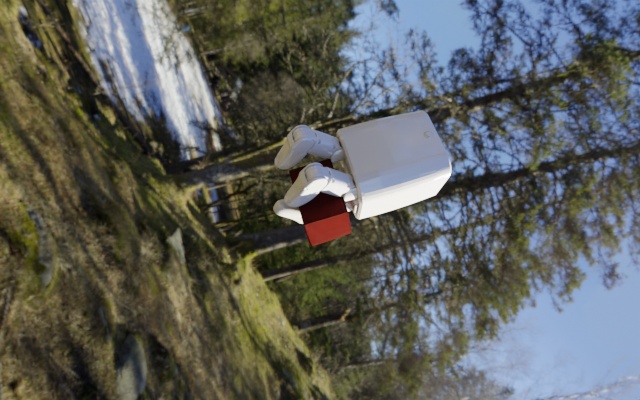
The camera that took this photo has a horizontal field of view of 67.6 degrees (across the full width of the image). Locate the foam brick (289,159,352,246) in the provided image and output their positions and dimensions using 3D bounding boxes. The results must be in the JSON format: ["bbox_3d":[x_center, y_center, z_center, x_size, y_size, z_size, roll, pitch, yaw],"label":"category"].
[{"bbox_3d":[0.000,0.002,0.546,0.051,0.078,0.053,-16,-31,-2],"label":"foam brick"}]
